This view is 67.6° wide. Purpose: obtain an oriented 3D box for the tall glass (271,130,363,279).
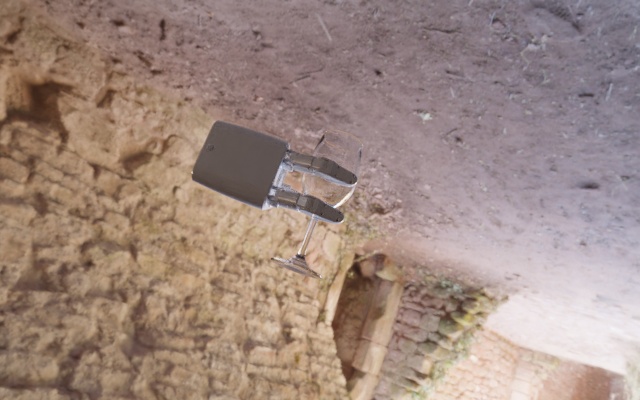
[{"bbox_3d":[0.000,0.003,0.669,0.079,0.201,0.079,19,-16,6],"label":"tall glass"}]
